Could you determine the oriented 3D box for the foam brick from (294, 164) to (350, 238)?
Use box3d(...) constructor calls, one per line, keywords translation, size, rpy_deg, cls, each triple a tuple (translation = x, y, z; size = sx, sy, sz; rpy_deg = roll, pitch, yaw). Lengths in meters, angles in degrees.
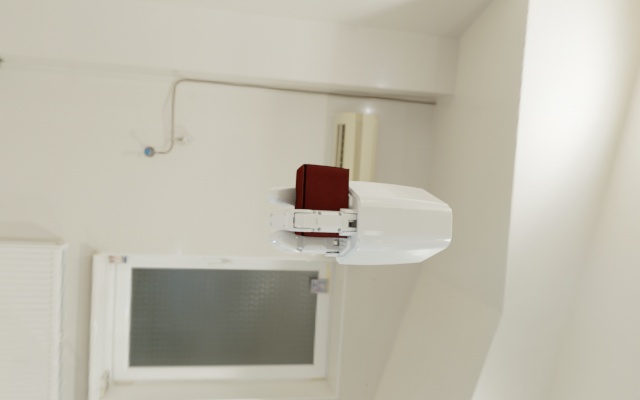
box3d(translation=(0.000, 0.001, 0.531), size=(0.051, 0.078, 0.053), rpy_deg=(3, -2, -12), cls="foam brick")
